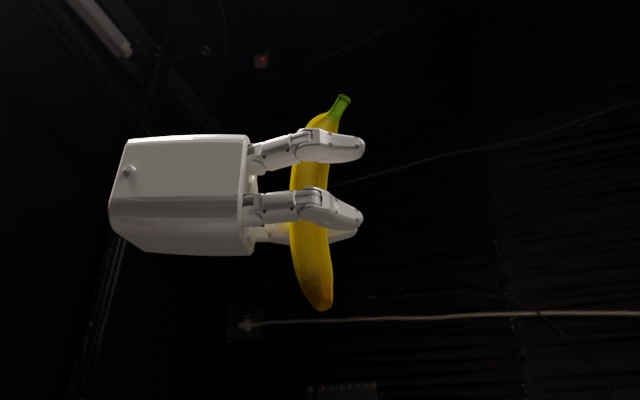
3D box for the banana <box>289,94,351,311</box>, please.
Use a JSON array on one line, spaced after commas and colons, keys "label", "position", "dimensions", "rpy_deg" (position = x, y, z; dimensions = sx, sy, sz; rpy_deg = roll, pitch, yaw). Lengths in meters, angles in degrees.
[{"label": "banana", "position": [-0.006, 0.002, 0.445], "dimensions": [0.037, 0.197, 0.069], "rpy_deg": [9, -14, -20]}]
